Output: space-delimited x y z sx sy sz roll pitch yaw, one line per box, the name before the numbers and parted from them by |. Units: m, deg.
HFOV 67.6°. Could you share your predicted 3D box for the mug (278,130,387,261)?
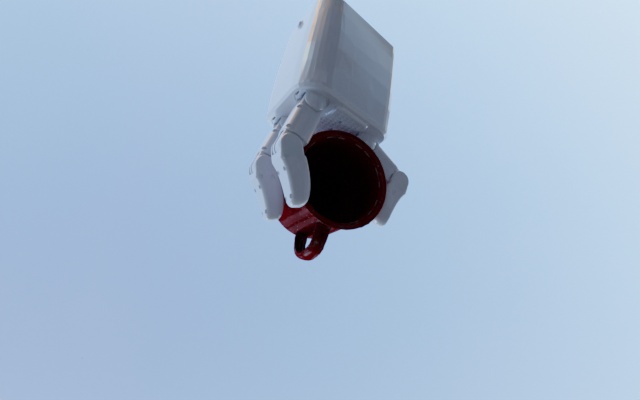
mug | 0.000 0.003 0.453 0.093 0.117 0.081 20 -22 -20
